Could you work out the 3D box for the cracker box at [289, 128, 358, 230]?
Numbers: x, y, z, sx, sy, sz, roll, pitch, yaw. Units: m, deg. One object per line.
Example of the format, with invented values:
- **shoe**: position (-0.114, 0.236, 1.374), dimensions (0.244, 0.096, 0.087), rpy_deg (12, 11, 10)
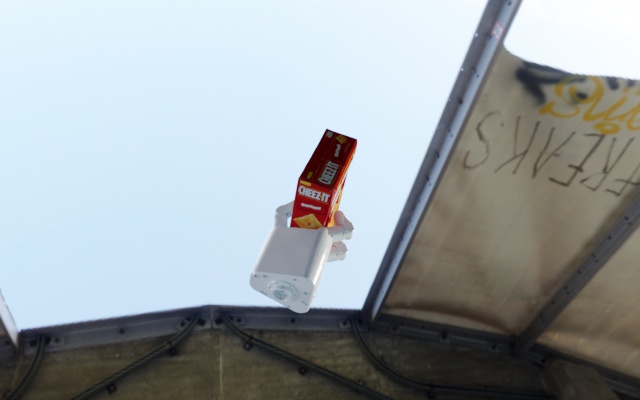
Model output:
- **cracker box**: position (0.000, 0.003, 0.882), dimensions (0.072, 0.214, 0.164), rpy_deg (19, 42, 5)
